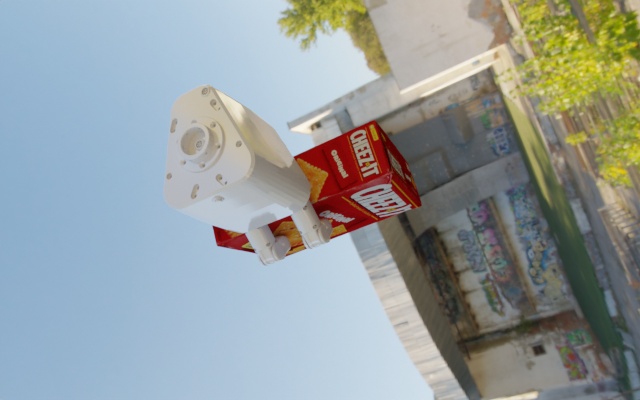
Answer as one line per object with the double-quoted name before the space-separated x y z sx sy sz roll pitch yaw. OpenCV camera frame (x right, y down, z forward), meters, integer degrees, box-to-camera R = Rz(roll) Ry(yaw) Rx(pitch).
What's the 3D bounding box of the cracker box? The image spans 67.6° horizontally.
"cracker box" 0.000 0.002 0.578 0.214 0.072 0.164 -22 -19 17
